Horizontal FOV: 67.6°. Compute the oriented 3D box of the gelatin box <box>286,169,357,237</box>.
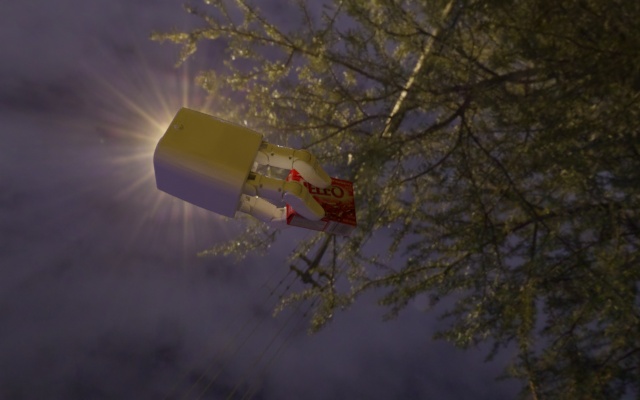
[{"bbox_3d":[0.000,0.002,0.616,0.089,0.073,0.030,13,-40,-19],"label":"gelatin box"}]
